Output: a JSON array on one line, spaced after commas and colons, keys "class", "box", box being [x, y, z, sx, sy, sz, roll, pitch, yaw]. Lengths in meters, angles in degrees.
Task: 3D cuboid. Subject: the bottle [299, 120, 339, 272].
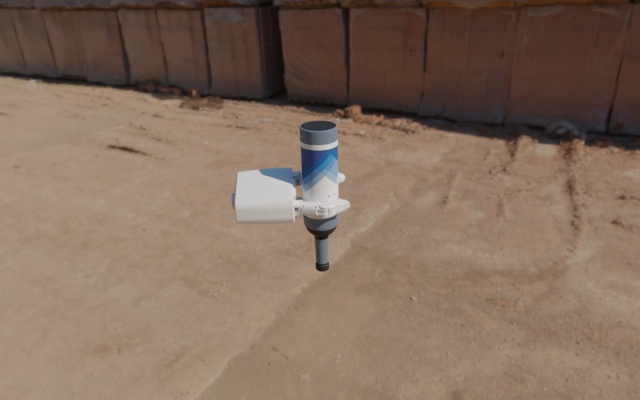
[{"class": "bottle", "box": [0.000, 0.003, 0.890, 0.069, 0.296, 0.069, -1, 26, 1]}]
